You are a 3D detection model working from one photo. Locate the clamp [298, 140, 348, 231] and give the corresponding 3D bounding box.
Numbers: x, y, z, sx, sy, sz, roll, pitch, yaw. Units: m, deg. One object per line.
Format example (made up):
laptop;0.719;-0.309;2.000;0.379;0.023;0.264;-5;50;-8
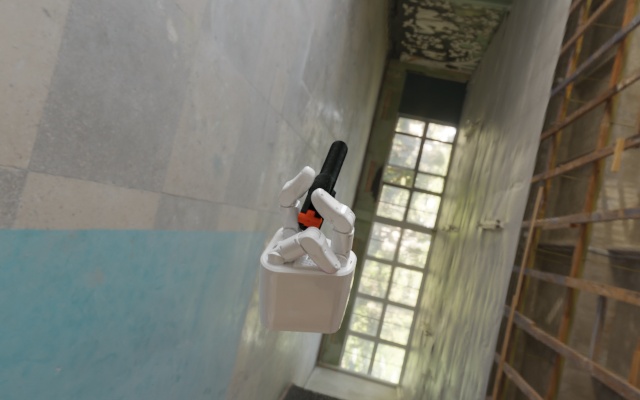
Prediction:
clamp;0.001;0.002;0.637;0.039;0.120;0.171;13;32;10
